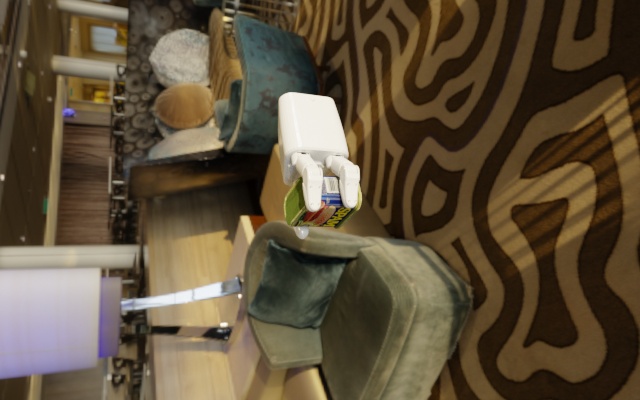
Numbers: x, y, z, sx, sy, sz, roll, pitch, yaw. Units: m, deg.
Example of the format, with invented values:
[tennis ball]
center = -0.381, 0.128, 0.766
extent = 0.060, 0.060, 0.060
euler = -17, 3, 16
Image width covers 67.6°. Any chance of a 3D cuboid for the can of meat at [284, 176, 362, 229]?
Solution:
[can of meat]
center = 0.000, 0.002, 0.709
extent = 0.084, 0.057, 0.102
euler = 2, -26, -24
